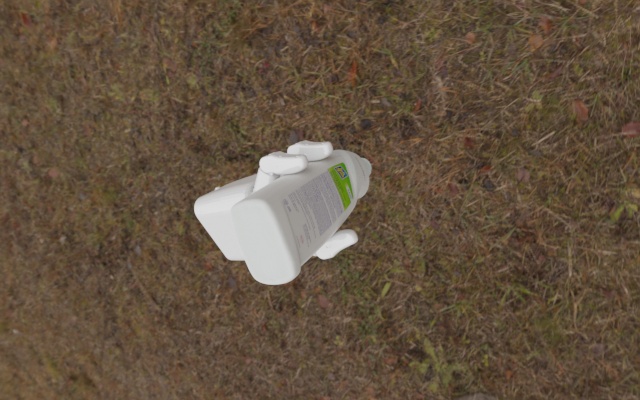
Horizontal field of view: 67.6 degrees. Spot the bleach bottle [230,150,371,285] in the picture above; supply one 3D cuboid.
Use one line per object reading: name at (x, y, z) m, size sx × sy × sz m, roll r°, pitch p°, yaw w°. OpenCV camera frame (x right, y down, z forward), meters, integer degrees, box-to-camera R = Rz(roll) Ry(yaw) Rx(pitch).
bleach bottle at (0.000, 0.002, 0.598) m, size 0.068 × 0.102 × 0.250 m, roll -11°, pitch 14°, yaw 36°
